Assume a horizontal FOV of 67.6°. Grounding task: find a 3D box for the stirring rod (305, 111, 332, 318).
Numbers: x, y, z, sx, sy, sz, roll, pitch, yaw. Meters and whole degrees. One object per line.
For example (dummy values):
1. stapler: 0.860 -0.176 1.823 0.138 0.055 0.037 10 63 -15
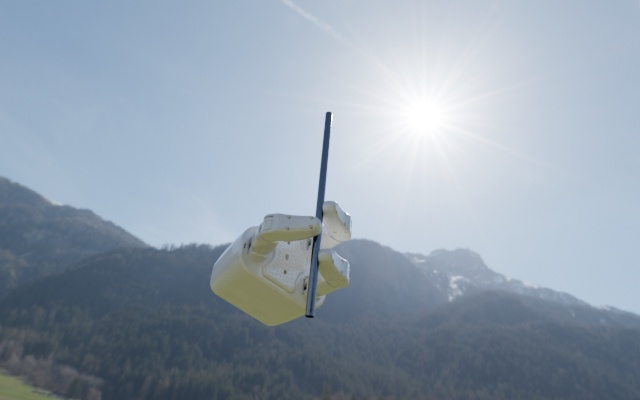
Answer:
1. stirring rod: 0.000 0.002 0.488 0.011 0.239 0.011 4 -32 2
